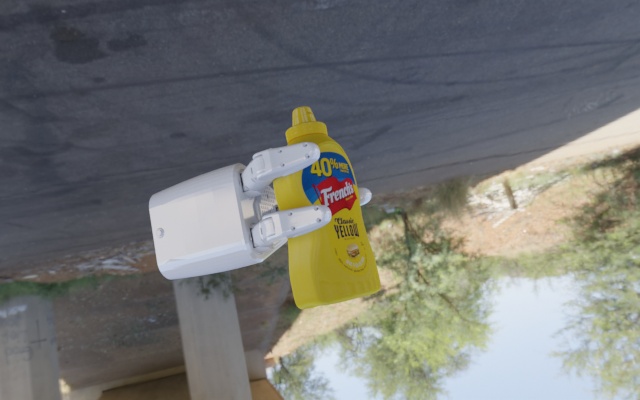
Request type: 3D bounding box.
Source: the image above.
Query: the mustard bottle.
[{"bbox_3d":[0.000,0.002,0.460,0.058,0.191,0.096,-21,-14,41],"label":"mustard bottle"}]
